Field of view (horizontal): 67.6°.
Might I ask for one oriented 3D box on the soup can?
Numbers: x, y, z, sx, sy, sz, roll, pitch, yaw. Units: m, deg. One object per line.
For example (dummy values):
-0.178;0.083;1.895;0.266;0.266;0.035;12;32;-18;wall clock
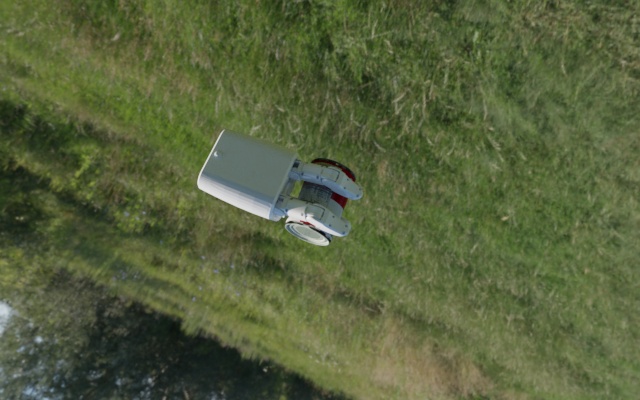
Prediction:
0.000;0.003;0.656;0.068;0.102;0.068;20;-20;8;soup can
